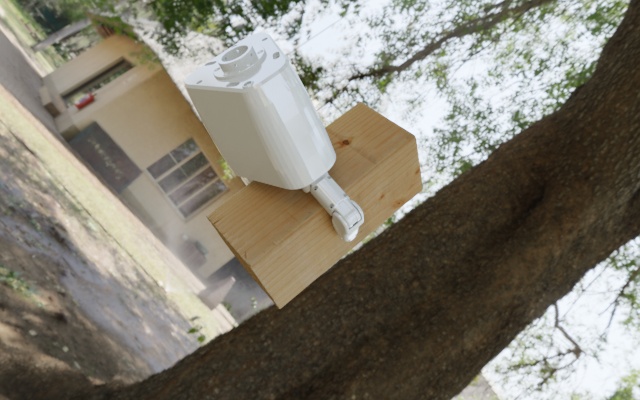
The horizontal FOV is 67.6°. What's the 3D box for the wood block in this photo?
[{"bbox_3d":[0.000,0.001,0.504,0.206,0.090,0.090,-38,52,-14],"label":"wood block"}]
